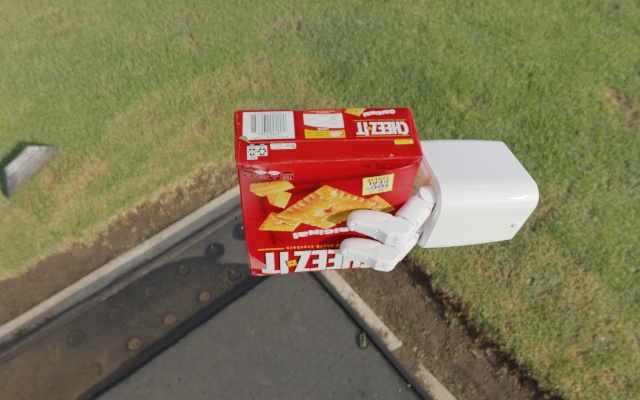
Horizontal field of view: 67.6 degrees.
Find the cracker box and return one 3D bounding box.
[{"bbox_3d":[0.000,0.001,0.502,0.164,0.072,0.214,-2,-35,-6],"label":"cracker box"}]
